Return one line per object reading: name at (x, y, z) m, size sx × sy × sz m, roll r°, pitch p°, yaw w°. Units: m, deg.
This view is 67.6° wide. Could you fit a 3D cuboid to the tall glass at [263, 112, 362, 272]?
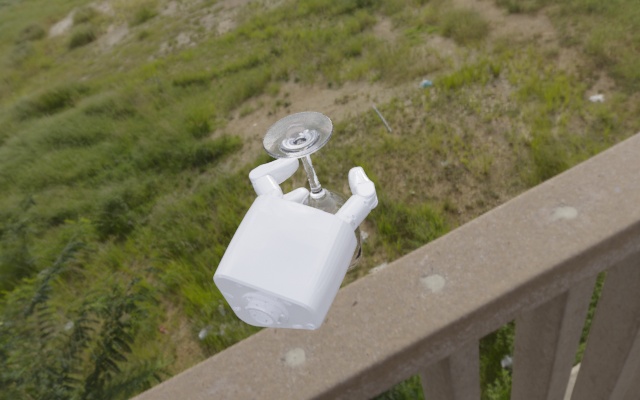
tall glass at (0.000, 0.001, 0.550) m, size 0.079 × 0.079 × 0.201 m, roll 0°, pitch -44°, yaw 19°
